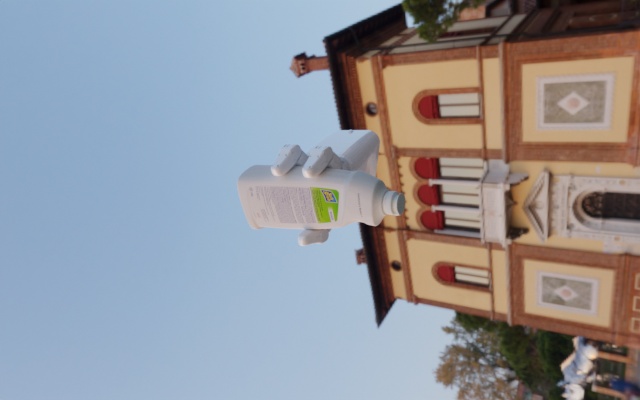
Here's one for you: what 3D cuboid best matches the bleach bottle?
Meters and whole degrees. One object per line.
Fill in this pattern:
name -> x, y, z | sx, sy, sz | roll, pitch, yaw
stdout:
bleach bottle -> 0.000, 0.002, 0.683 | 0.251, 0.103, 0.068 | 5, 34, 32
